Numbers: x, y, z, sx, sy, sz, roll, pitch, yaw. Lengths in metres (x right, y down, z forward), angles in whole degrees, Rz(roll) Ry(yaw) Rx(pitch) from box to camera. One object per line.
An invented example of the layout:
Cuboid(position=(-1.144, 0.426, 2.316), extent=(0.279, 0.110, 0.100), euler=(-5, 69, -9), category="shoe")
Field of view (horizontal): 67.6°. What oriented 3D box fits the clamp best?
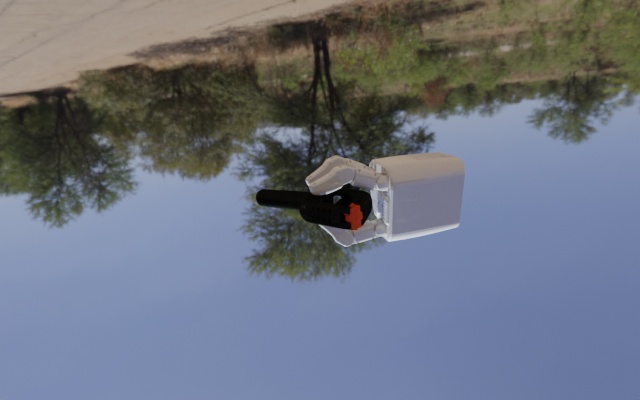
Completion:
Cuboid(position=(0.001, 0.003, 0.640), extent=(0.164, 0.036, 0.210), euler=(-9, 14, -9), category="clamp")
